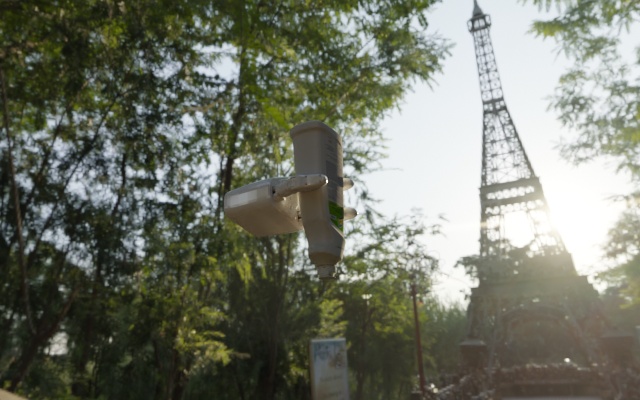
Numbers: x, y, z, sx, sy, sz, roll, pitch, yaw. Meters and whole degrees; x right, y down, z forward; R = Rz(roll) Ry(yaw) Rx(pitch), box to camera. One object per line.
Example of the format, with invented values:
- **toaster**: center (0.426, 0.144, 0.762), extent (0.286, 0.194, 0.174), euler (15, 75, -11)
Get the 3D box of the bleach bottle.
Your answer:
- **bleach bottle**: center (0.000, 0.003, 0.788), extent (0.068, 0.250, 0.102), euler (-13, -20, 29)
